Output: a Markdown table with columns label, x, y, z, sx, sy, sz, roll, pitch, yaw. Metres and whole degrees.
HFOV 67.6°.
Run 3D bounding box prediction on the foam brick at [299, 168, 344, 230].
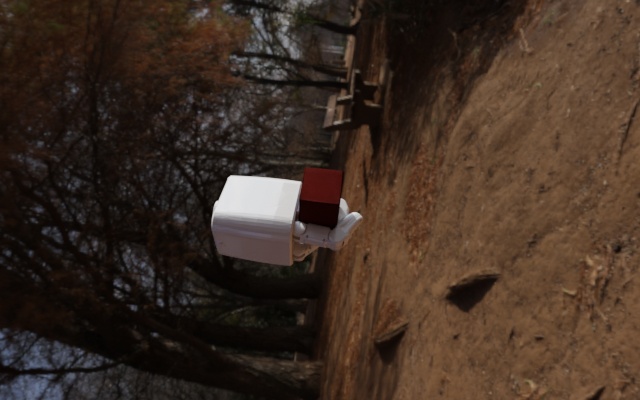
| label | x | y | z | sx | sy | sz | roll | pitch | yaw |
| --- | --- | --- | --- | --- | --- | --- | --- | --- | --- |
| foam brick | 0.000 | 0.002 | 0.618 | 0.051 | 0.053 | 0.078 | 8 | -34 | 2 |
